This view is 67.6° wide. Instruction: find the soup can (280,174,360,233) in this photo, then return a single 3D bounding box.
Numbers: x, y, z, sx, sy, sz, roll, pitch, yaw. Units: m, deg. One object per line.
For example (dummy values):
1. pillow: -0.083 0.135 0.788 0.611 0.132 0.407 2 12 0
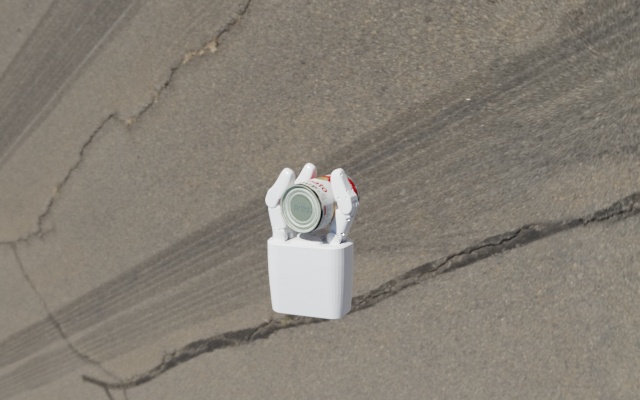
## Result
1. soup can: 0.000 0.002 0.658 0.068 0.068 0.102 0 10 33
